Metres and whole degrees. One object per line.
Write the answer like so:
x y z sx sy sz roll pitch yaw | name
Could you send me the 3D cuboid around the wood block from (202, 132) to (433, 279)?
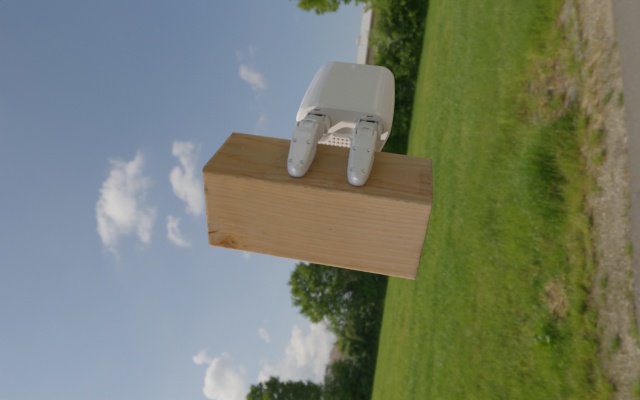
0.000 0.002 0.476 0.206 0.091 0.090 8 33 7 | wood block
